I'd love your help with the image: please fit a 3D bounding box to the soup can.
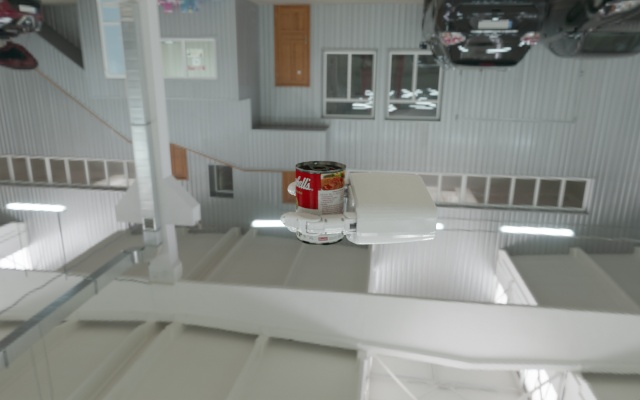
[{"bbox_3d":[0.000,0.002,0.648,0.068,0.102,0.068,0,16,0],"label":"soup can"}]
